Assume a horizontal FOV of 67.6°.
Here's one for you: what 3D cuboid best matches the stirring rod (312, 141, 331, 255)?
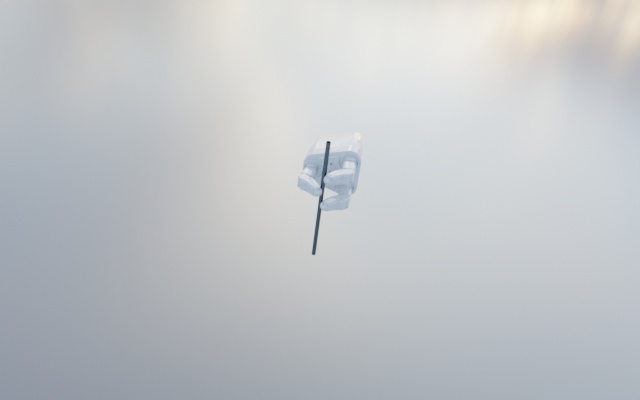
[{"bbox_3d":[0.000,0.003,0.866,0.011,0.240,0.011,5,32,-3],"label":"stirring rod"}]
